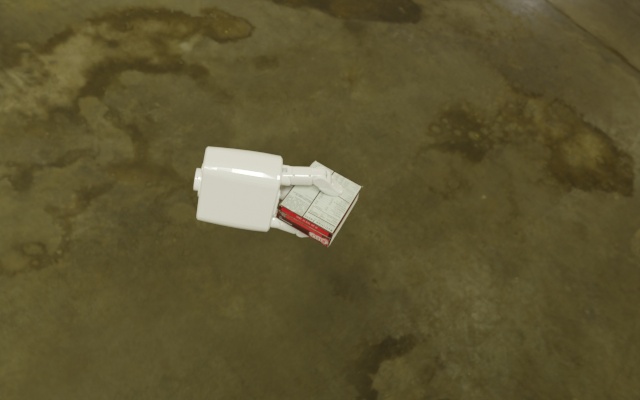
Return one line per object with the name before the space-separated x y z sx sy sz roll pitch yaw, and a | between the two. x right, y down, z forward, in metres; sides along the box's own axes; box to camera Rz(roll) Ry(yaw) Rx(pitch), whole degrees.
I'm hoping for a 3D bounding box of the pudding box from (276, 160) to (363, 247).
pudding box | 0.000 0.002 0.711 0.090 0.113 0.039 30 -37 6
